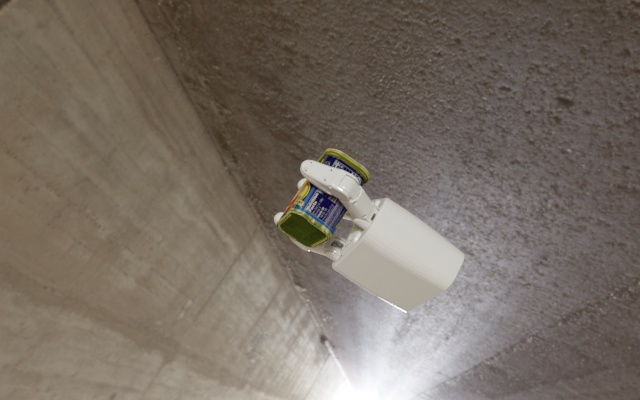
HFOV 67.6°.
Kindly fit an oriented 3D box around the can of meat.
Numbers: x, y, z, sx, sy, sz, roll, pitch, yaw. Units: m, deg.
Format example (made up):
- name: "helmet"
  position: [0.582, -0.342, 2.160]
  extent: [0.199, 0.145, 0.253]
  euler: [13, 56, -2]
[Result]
- name: "can of meat"
  position: [0.000, 0.002, 0.532]
  extent: [0.057, 0.084, 0.102]
  euler: [35, -20, -6]
